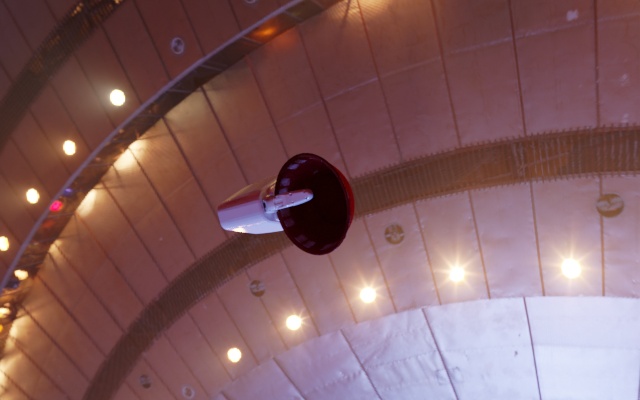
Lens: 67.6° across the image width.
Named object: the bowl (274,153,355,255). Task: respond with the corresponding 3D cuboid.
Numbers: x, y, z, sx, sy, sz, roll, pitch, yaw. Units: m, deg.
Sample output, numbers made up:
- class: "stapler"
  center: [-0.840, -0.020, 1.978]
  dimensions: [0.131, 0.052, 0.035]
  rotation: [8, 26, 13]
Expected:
- class: "bowl"
  center: [0.001, 0.003, 0.759]
  dimensions: [0.162, 0.162, 0.055]
  rotation: [0, 10, 43]
